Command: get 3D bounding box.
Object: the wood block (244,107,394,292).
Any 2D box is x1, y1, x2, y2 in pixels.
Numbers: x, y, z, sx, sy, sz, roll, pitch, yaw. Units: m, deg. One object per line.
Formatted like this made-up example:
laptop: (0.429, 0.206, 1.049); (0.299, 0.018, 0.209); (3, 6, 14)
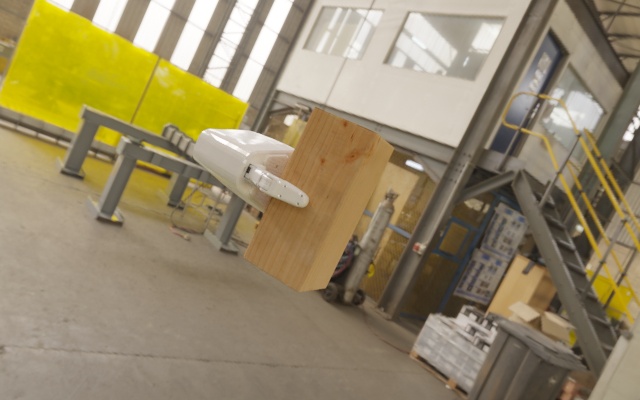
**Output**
wood block: (0.000, 0.002, 0.604); (0.090, 0.206, 0.091); (27, 5, 24)
